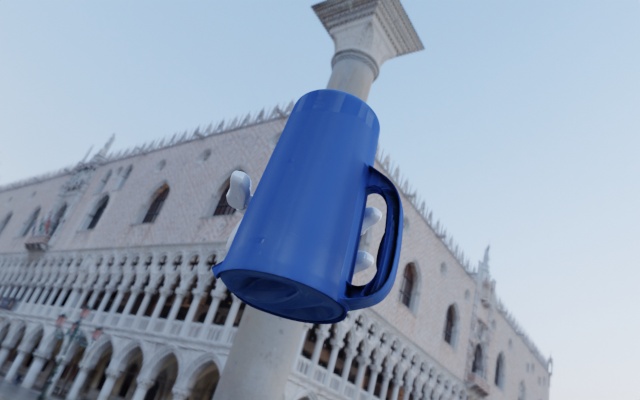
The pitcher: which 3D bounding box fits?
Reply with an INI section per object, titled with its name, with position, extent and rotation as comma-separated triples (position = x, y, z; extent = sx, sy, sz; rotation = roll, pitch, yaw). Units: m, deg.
[pitcher]
position = 0.000, 0.002, 0.515
extent = 0.149, 0.242, 0.145
rotation = 27, -29, -17
